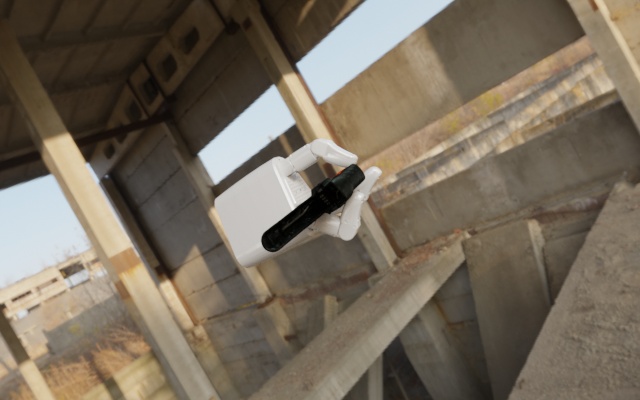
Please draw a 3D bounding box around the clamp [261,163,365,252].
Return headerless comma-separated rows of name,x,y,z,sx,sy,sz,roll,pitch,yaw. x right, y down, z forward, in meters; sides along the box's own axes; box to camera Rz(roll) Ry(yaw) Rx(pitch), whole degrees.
clamp,0.000,0.001,0.541,0.120,0.039,0.171,-31,1,19
